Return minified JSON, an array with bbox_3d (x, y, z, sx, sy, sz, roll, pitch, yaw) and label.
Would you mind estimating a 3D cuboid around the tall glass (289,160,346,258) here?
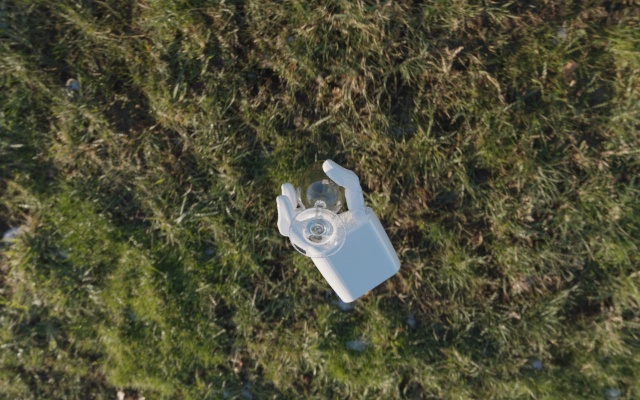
[{"bbox_3d":[0.000,0.002,0.705,0.079,0.079,0.201,0,25,2],"label":"tall glass"}]
